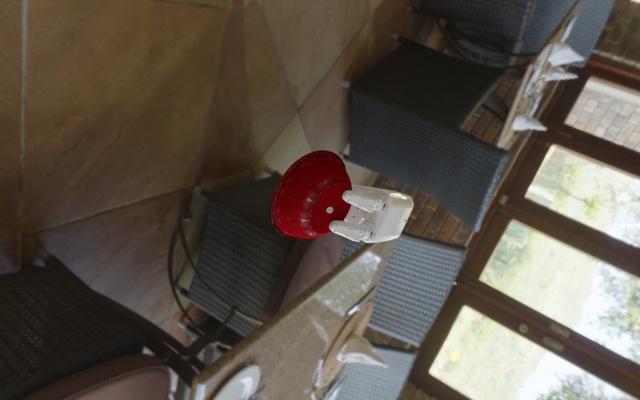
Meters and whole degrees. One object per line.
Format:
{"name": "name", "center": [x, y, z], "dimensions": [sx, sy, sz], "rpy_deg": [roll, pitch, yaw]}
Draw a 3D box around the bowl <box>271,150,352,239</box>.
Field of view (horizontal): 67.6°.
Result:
{"name": "bowl", "center": [-0.001, 0.003, 0.776], "dimensions": [0.162, 0.162, 0.055], "rpy_deg": [0, 25, -45]}
